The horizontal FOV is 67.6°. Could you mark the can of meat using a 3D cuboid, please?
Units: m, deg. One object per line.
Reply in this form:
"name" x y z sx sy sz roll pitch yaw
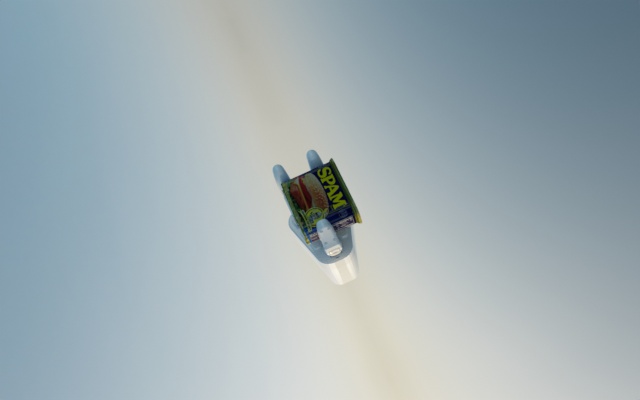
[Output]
"can of meat" 0.000 0.002 0.680 0.084 0.102 0.057 -24 -28 0
